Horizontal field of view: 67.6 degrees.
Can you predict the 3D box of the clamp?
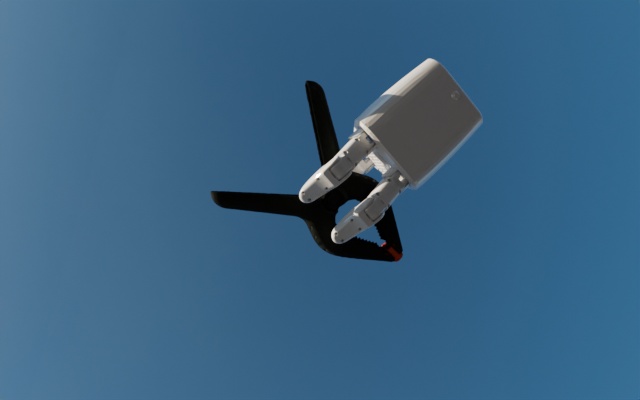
[{"bbox_3d":[0.001,0.002,0.517,0.164,0.210,0.036,-42,10,-1],"label":"clamp"}]
